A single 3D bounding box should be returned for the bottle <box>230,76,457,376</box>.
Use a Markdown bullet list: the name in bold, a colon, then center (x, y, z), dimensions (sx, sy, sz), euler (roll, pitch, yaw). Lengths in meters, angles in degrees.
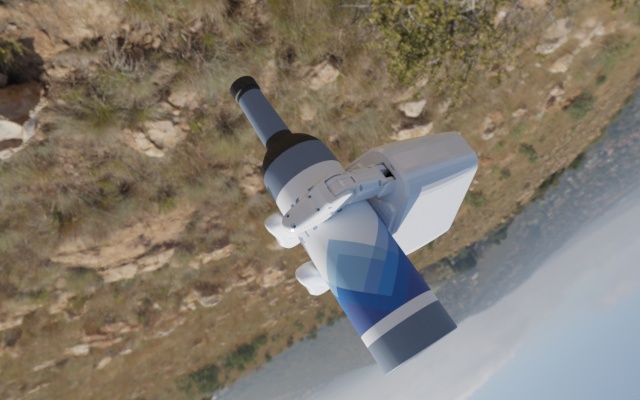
- **bottle**: center (0.000, 0.002, 0.415), dimensions (0.069, 0.295, 0.069), euler (-29, -22, -13)
